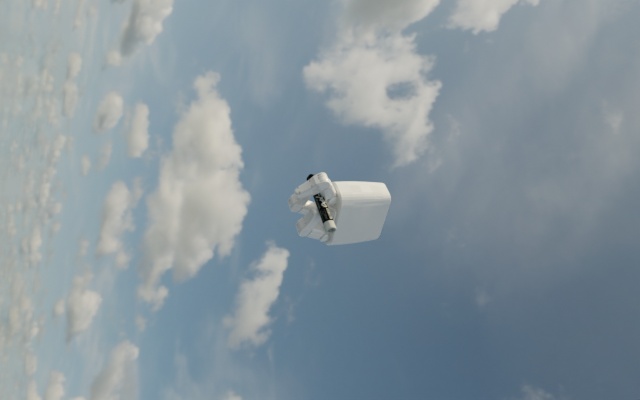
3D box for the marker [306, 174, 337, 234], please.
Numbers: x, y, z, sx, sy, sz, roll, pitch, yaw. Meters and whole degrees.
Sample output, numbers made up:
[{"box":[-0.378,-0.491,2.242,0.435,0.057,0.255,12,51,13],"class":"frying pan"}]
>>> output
[{"box":[0.000,0.003,0.806,0.020,0.121,0.020,-14,-35,-10],"class":"marker"}]
